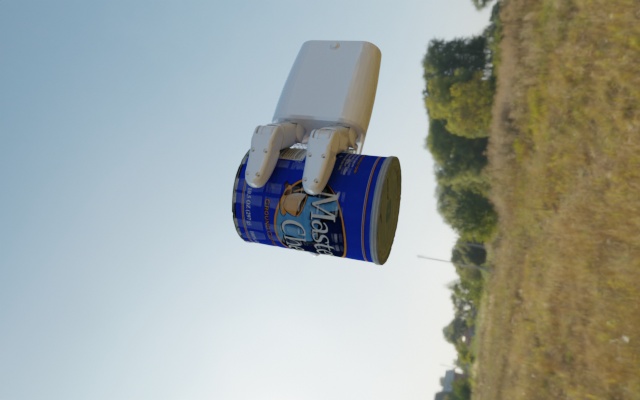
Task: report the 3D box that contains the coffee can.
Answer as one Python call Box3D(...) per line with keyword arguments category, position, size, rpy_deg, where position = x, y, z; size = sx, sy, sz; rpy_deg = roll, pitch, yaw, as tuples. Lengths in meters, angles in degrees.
Box3D(category="coffee can", position=(0.000, 0.002, 0.467), size=(0.140, 0.103, 0.103), rpy_deg=(7, 2, 19))
